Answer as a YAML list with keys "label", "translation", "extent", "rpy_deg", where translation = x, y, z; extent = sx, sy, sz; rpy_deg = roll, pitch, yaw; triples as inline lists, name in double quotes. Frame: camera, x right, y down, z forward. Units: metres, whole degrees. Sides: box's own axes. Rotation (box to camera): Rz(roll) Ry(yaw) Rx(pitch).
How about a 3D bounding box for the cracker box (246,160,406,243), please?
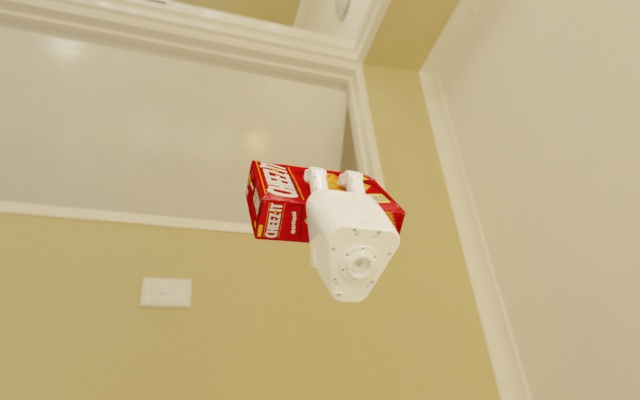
- label: "cracker box"
  translation: [0.000, 0.003, 0.741]
  extent: [0.214, 0.072, 0.164]
  rpy_deg: [7, 21, -16]
